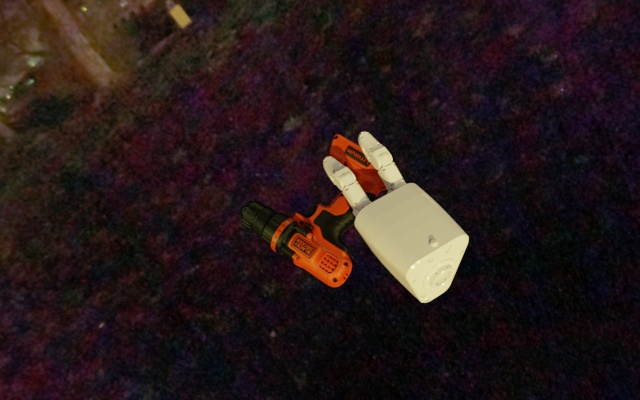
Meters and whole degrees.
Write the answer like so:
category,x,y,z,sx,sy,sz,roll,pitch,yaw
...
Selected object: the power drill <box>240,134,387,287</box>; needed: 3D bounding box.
category,x,y,z,sx,sy,sz,roll,pitch,yaw
power drill,0.001,0.002,0.676,0.184,0.187,0.057,33,-8,19
